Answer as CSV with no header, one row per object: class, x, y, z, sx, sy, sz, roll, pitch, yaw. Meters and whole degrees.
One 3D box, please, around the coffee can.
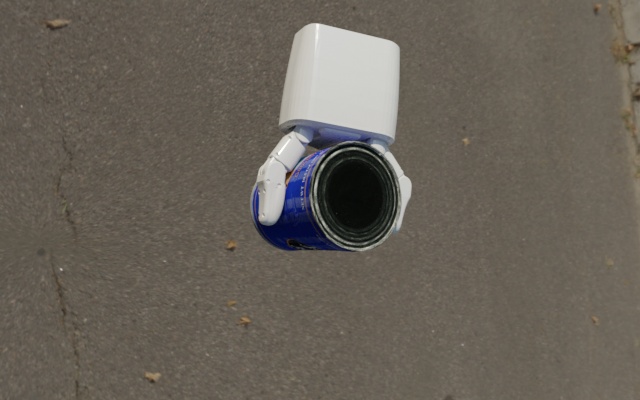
coffee can,0.000,0.002,0.497,0.103,0.103,0.140,0,-5,-30
